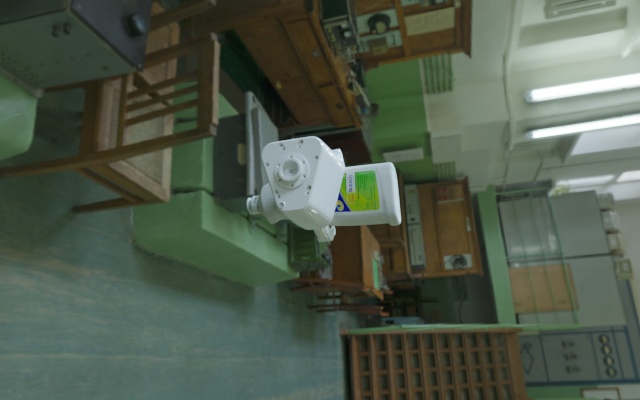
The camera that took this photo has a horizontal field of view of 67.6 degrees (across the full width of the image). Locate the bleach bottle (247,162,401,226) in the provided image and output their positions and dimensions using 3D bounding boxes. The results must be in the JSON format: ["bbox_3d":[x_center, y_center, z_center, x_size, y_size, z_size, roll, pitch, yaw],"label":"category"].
[{"bbox_3d":[0.000,0.002,0.784,0.251,0.102,0.068,-7,-16,14],"label":"bleach bottle"}]
